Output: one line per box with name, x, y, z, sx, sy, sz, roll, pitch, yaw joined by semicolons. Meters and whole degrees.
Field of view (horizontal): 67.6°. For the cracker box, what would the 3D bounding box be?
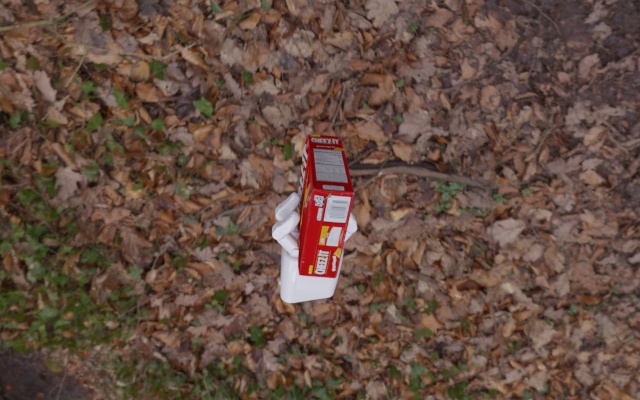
cracker box;0.000;0.003;0.822;0.072;0.164;0.213;5;30;-7
